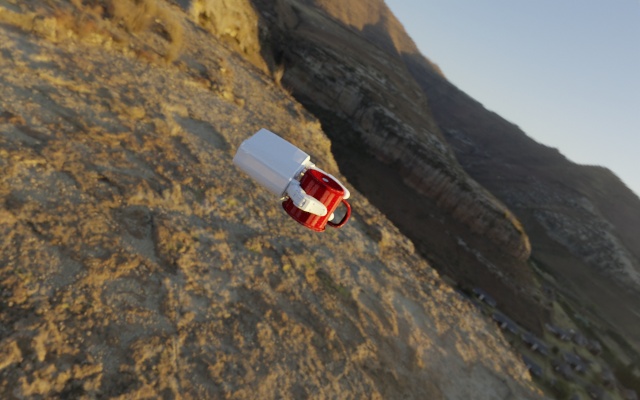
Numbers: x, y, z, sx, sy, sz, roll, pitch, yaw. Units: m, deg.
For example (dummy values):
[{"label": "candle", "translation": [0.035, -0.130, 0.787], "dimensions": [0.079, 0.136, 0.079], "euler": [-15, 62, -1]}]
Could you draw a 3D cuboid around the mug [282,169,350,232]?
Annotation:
[{"label": "mug", "translation": [0.001, 0.003, 0.862], "dimensions": [0.117, 0.081, 0.093], "euler": [33, 15, -1]}]
